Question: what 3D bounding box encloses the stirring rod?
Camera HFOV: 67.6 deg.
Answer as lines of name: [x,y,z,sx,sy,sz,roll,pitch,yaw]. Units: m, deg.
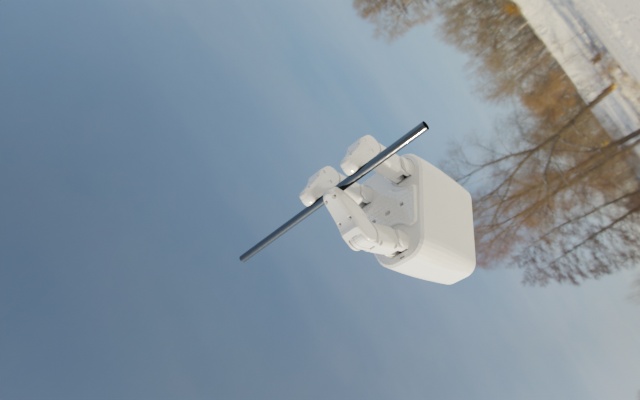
stirring rod: [0.000,0.001,0.436,0.239,0.011,0.011,-36,-22,33]
